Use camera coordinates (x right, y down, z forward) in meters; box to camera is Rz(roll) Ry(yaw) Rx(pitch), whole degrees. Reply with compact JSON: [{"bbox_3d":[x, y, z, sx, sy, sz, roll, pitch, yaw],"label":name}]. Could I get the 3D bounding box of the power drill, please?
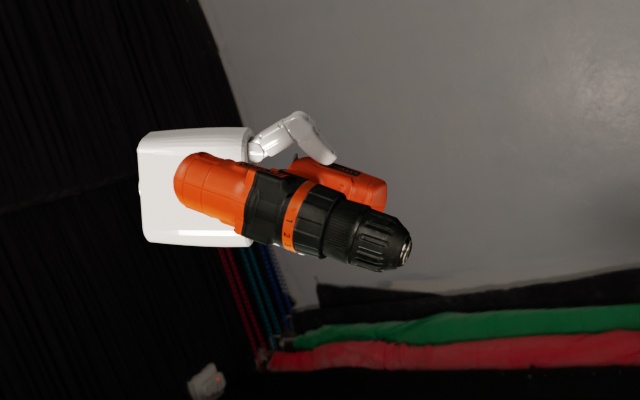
[{"bbox_3d":[0.000,0.001,0.407,0.184,0.057,0.187,20,10,18],"label":"power drill"}]
